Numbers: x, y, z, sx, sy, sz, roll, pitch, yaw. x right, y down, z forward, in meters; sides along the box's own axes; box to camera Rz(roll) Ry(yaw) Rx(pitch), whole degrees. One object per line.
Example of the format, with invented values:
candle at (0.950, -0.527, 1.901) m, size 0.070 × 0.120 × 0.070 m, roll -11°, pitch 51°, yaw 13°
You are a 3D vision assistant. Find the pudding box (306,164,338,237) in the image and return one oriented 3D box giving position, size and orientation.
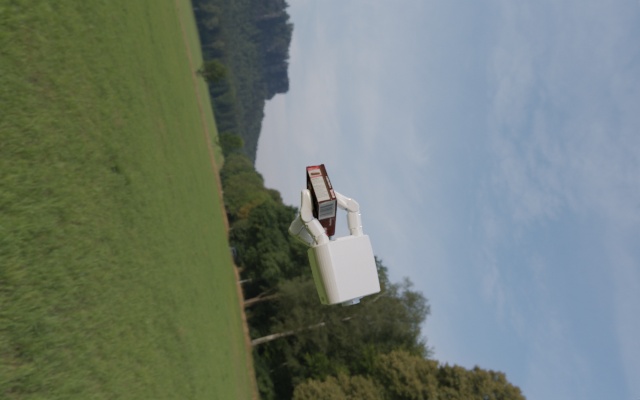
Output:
pudding box at (0.000, 0.003, 0.880) m, size 0.039 × 0.090 × 0.114 m, roll -11°, pitch -37°, yaw -12°
